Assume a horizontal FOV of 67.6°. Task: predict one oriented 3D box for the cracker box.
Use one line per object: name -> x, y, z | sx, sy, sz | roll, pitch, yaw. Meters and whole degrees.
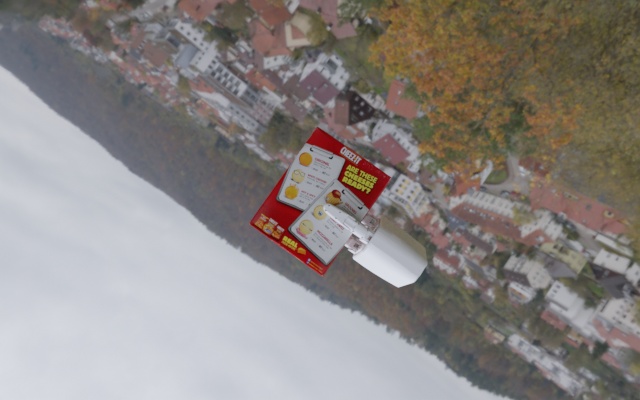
cracker box -> 0.000, 0.003, 0.871 | 0.164, 0.213, 0.072 | 35, -2, 2
